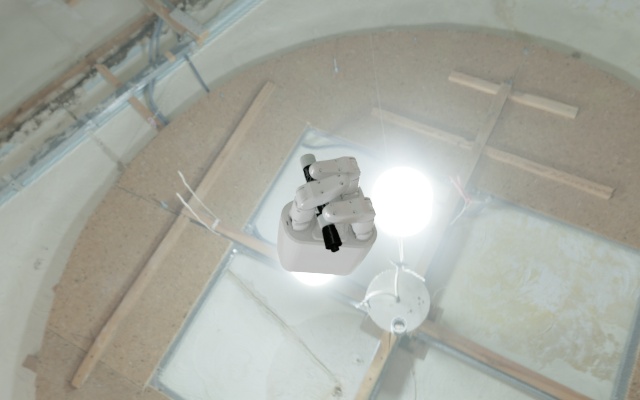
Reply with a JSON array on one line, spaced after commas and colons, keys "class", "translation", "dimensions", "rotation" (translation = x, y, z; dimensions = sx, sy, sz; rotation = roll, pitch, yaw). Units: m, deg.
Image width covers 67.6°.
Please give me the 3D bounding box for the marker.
[{"class": "marker", "translation": [0.000, 0.002, 0.530], "dimensions": [0.020, 0.121, 0.020], "rotation": [-14, -27, -7]}]
